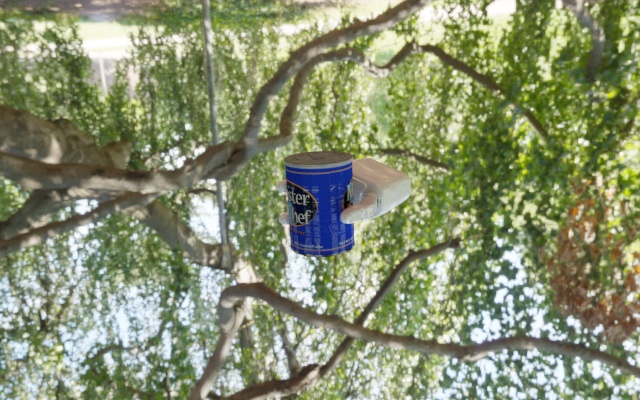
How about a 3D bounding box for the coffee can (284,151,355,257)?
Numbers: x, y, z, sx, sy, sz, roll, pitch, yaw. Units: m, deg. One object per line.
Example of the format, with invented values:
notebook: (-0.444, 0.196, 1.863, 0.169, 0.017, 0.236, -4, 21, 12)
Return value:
coffee can: (0.000, 0.002, 0.726, 0.103, 0.140, 0.102, -2, 16, 1)
